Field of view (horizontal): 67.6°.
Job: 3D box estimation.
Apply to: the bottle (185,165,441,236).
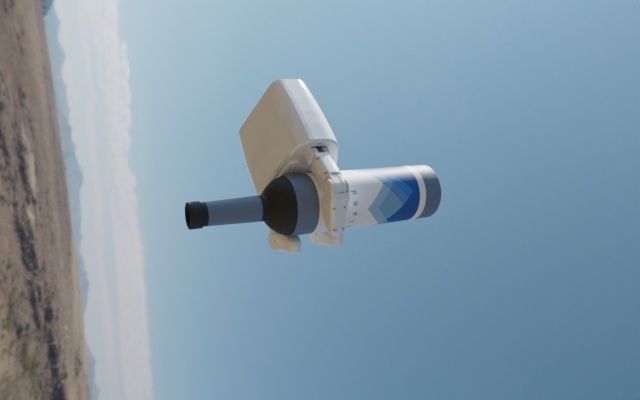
[{"bbox_3d":[0.000,0.002,0.534,0.295,0.069,0.069,-6,3,-27],"label":"bottle"}]
